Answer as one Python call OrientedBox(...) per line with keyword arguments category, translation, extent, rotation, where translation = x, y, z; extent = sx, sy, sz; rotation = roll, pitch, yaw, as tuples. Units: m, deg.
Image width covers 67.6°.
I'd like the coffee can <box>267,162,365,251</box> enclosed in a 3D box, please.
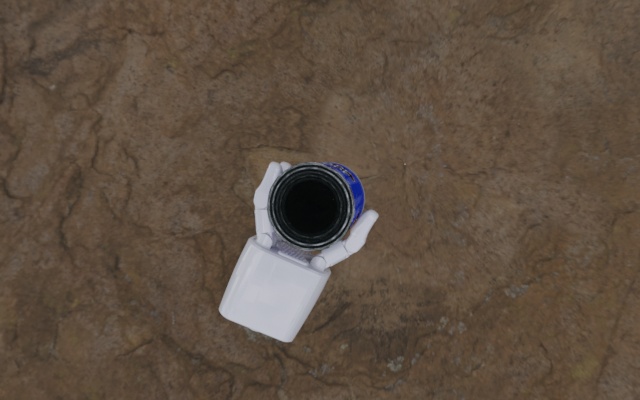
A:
OrientedBox(category="coffee can", translation=(0.000, 0.002, 0.610), extent=(0.103, 0.103, 0.140), rotation=(0, 4, 10))
